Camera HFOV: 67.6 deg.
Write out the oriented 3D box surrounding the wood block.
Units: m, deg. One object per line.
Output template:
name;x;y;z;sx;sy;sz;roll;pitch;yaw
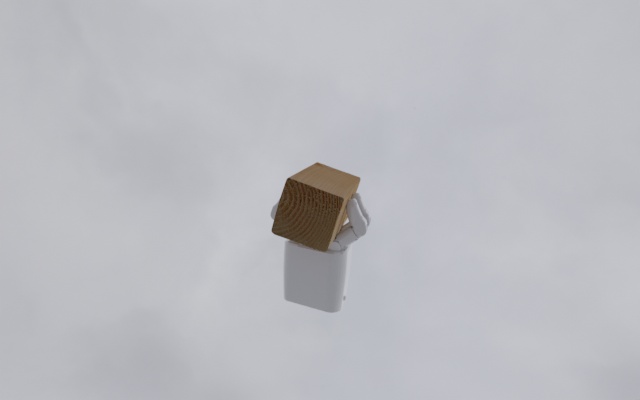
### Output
wood block;0.000;0.003;0.787;0.091;0.090;0.206;19;14;7
